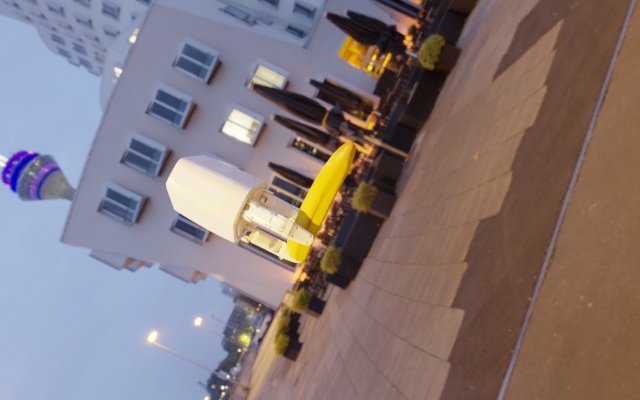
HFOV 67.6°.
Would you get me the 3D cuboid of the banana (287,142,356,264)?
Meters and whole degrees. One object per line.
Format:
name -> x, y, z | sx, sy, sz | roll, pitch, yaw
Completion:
banana -> -0.005, 0.010, 0.660 | 0.037, 0.198, 0.069 | 26, 18, 5
